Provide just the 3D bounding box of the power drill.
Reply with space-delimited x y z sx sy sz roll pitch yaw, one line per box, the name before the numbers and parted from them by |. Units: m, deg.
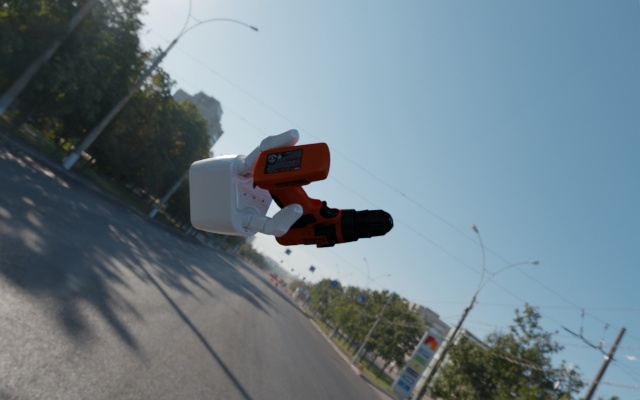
power drill | 0.000 0.002 0.672 0.184 0.057 0.188 -8 -39 14
